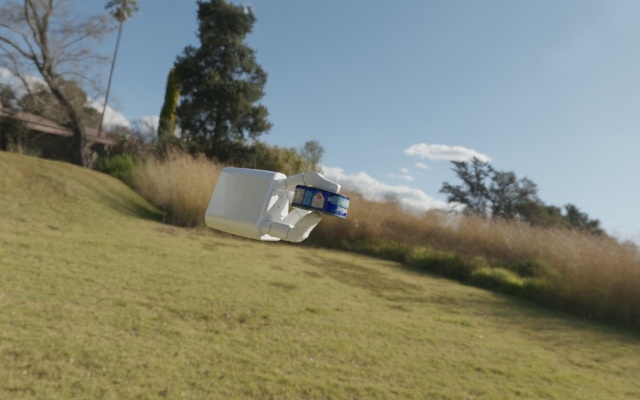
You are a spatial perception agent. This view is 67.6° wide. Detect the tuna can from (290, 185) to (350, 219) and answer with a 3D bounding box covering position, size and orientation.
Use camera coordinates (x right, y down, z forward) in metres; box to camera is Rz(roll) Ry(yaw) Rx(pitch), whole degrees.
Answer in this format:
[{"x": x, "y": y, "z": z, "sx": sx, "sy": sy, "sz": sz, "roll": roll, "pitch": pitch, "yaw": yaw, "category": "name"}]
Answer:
[{"x": 0.000, "y": 0.002, "z": 0.719, "sx": 0.086, "sy": 0.034, "sz": 0.086, "roll": 14, "pitch": -3, "yaw": 1, "category": "tuna can"}]
